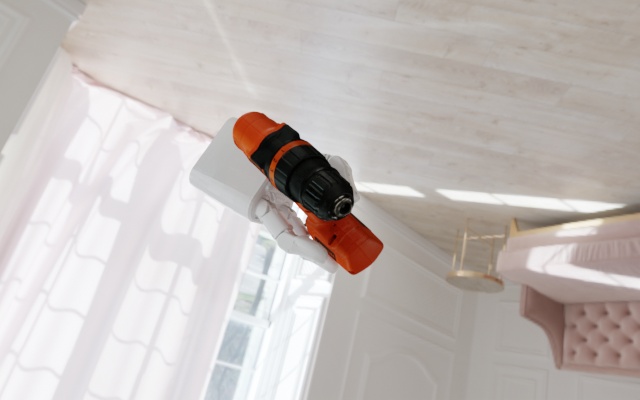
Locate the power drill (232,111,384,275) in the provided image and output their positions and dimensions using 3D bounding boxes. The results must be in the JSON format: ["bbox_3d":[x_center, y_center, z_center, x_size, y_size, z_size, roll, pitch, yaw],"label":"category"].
[{"bbox_3d":[0.000,0.002,0.497,0.184,0.057,0.188,44,-8,45],"label":"power drill"}]
